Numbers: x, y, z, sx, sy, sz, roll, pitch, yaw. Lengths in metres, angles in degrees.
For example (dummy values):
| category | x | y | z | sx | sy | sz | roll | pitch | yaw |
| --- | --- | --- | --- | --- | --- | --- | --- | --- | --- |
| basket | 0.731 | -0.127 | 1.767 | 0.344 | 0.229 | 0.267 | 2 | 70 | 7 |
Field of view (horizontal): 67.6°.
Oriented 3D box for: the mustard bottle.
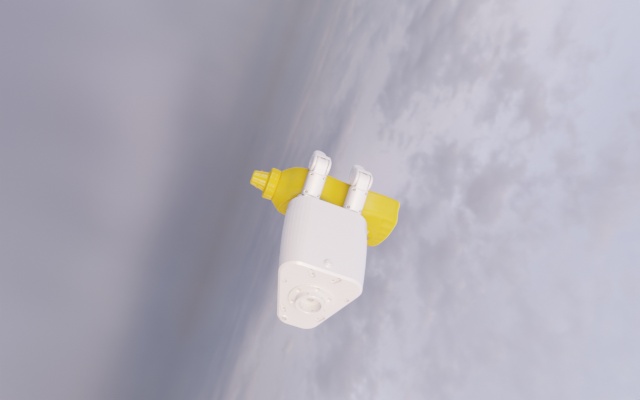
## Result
| category | x | y | z | sx | sy | sz | roll | pitch | yaw |
| --- | --- | --- | --- | --- | --- | --- | --- | --- | --- |
| mustard bottle | 0.000 | 0.002 | 0.633 | 0.191 | 0.058 | 0.096 | 20 | -27 | -10 |
